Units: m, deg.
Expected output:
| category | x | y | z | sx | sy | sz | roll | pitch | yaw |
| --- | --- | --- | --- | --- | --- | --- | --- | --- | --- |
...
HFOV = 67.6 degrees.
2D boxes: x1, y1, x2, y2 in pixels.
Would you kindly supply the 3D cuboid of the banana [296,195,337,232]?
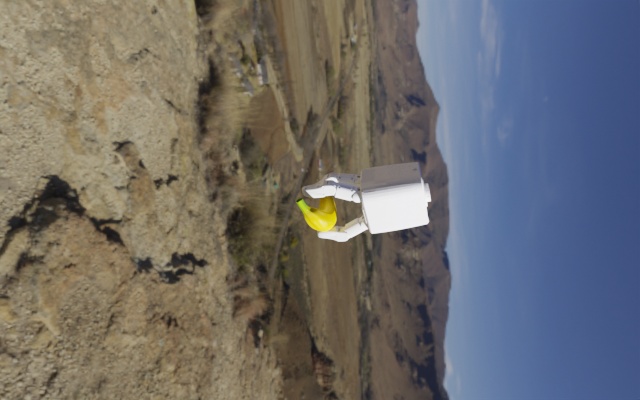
| category | x | y | z | sx | sy | sz | roll | pitch | yaw |
| --- | --- | --- | --- | --- | --- | --- | --- | --- | --- |
| banana | 0.005 | 0.021 | 0.876 | 0.037 | 0.069 | 0.198 | -17 | -1 | 12 |
